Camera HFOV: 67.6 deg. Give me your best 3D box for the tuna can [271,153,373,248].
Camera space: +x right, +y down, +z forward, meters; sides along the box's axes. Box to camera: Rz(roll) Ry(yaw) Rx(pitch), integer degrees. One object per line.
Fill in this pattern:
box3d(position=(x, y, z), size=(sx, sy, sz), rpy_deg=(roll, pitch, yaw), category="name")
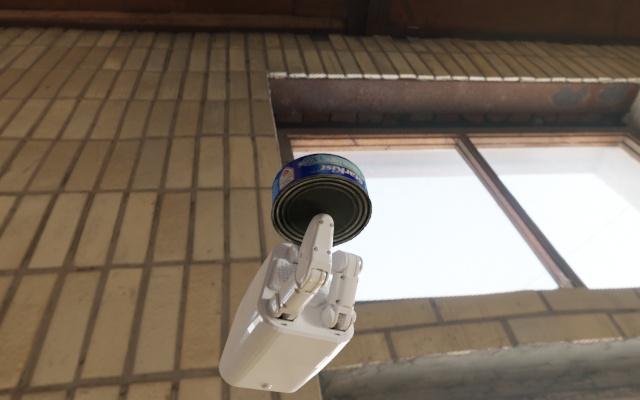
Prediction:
box3d(position=(0.000, 0.001, 0.413), size=(0.086, 0.086, 0.033), rpy_deg=(0, 43, -7), category="tuna can")
